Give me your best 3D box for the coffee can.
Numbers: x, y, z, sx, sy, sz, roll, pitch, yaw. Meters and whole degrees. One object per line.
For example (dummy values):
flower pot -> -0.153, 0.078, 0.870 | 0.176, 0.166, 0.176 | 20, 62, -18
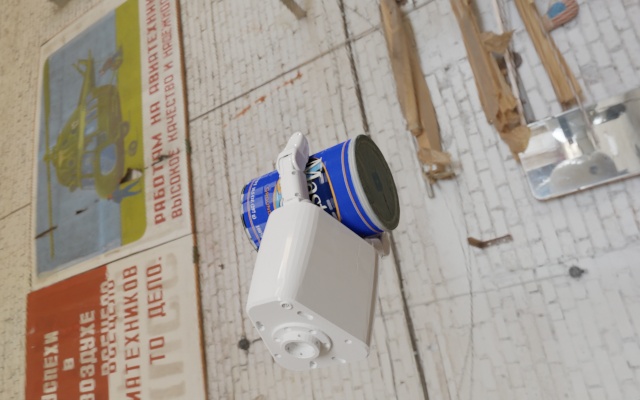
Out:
coffee can -> 0.000, 0.001, 0.513 | 0.140, 0.103, 0.103 | -20, -9, 26
